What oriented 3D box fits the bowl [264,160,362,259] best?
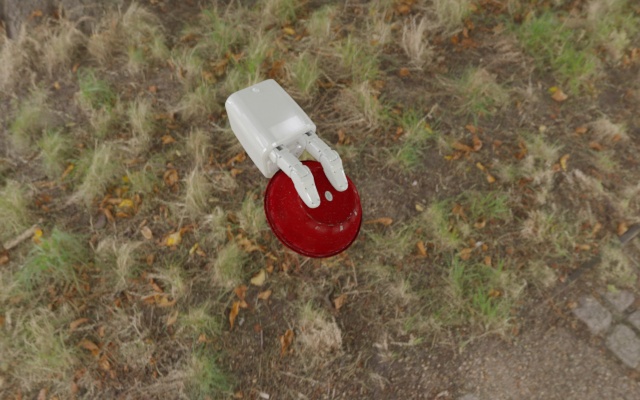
[{"bbox_3d":[0.001,0.003,0.713,0.162,0.162,0.055,0,-20,-23],"label":"bowl"}]
